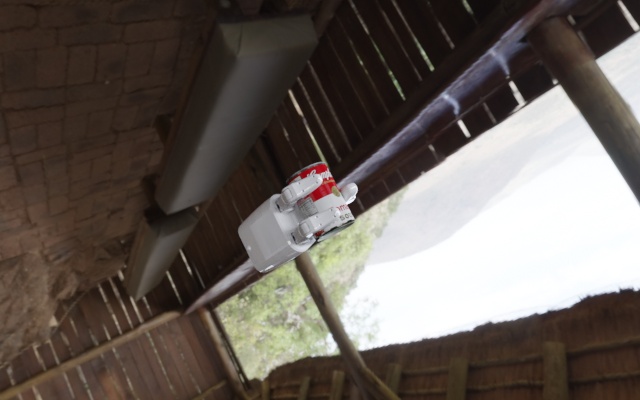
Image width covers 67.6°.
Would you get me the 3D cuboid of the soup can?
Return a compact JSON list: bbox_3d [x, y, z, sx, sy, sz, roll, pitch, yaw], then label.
[{"bbox_3d":[0.001,0.002,0.721,0.068,0.102,0.068,-26,-10,-5],"label":"soup can"}]
